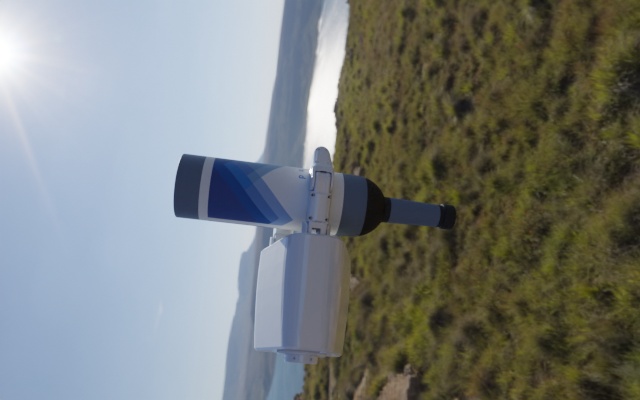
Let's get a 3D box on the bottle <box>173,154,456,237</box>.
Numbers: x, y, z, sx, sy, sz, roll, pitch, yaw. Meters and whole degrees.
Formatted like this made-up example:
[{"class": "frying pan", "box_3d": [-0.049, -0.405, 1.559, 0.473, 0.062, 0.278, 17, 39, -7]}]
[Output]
[{"class": "bottle", "box_3d": [0.000, 0.002, 0.511, 0.296, 0.069, 0.069, 7, -1, -7]}]
